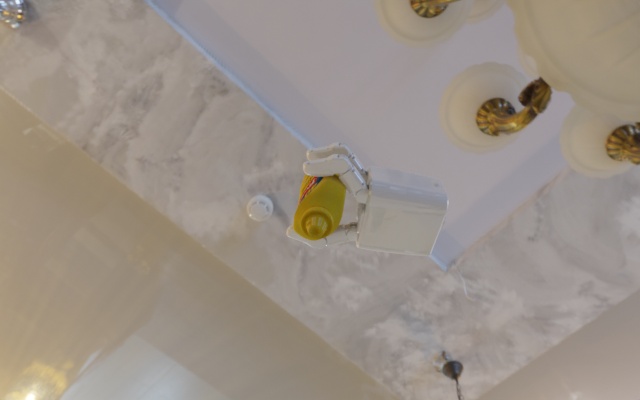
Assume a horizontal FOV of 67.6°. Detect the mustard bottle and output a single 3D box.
[{"bbox_3d":[0.000,0.002,0.658,0.058,0.096,0.191,32,21,-10],"label":"mustard bottle"}]
